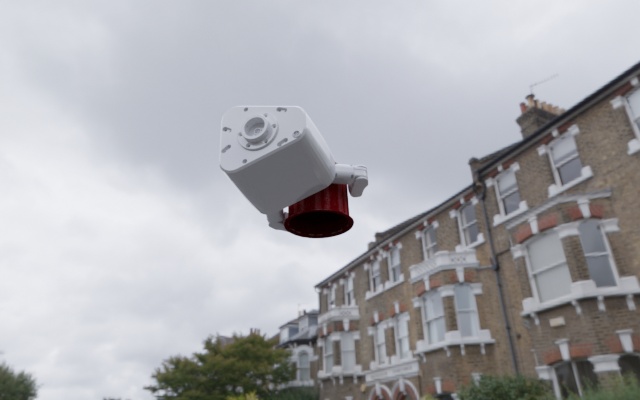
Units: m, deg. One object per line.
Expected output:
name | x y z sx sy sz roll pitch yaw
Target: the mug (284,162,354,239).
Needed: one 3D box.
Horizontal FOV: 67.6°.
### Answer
mug | 0.001 0.003 0.661 0.093 0.081 0.117 -9 -28 14
